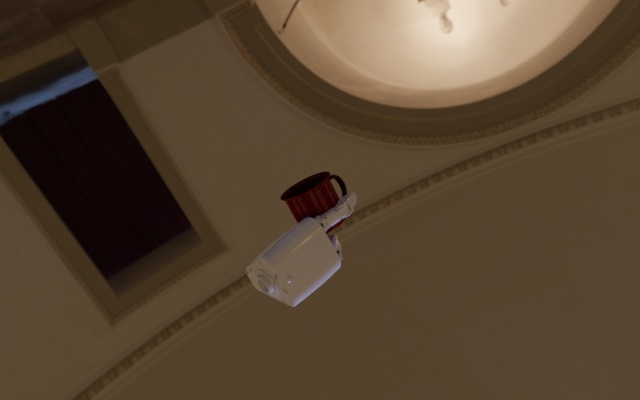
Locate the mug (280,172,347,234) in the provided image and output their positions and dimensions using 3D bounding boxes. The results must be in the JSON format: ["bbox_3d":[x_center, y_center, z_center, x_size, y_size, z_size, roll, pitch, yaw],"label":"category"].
[{"bbox_3d":[0.001,0.002,0.812,0.117,0.081,0.093,-38,19,-31],"label":"mug"}]
